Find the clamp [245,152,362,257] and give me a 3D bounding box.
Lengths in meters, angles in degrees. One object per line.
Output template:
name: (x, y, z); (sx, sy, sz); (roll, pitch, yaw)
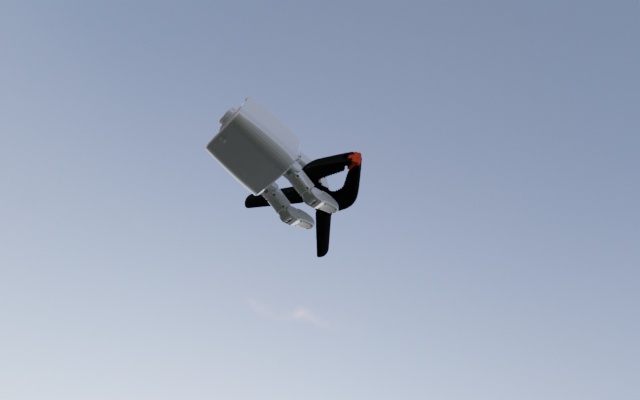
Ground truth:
clamp: (0.000, 0.002, 0.748); (0.210, 0.164, 0.036); (-36, 22, 35)
